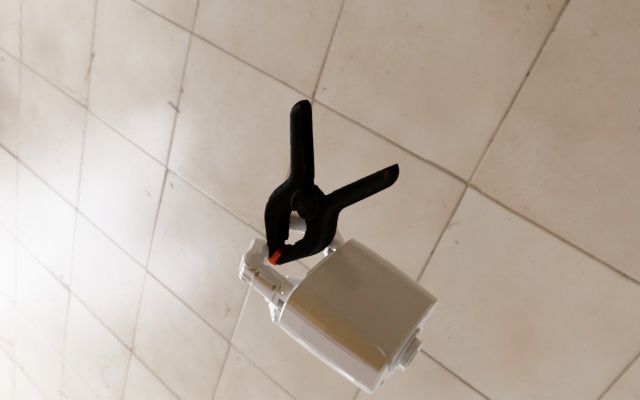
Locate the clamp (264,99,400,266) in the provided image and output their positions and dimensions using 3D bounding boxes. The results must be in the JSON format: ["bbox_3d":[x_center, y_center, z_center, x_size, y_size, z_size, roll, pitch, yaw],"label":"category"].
[{"bbox_3d":[0.000,0.002,0.468,0.120,0.171,0.039,33,30,24],"label":"clamp"}]
